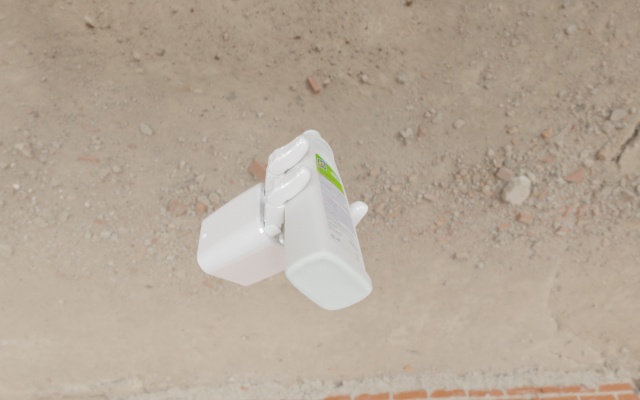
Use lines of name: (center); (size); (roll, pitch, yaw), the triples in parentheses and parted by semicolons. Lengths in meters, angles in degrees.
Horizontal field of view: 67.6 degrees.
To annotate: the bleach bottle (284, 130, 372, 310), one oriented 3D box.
bleach bottle: (0.000, 0.002, 0.588); (0.068, 0.250, 0.103); (-29, -51, 20)
